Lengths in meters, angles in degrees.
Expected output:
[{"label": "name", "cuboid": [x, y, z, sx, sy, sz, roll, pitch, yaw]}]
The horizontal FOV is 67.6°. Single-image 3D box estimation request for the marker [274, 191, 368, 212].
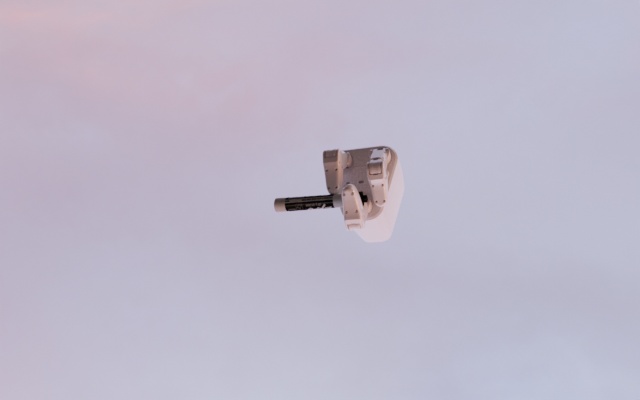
[{"label": "marker", "cuboid": [0.000, 0.002, 0.607, 0.121, 0.020, 0.020, -4, -1, 16]}]
